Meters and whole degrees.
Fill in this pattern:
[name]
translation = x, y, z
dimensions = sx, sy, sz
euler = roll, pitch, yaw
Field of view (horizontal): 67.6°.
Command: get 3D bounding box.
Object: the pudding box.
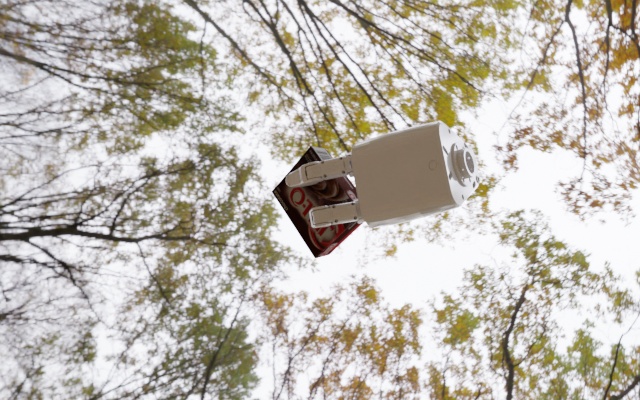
[pudding box]
translation = 0.000, 0.002, 0.604
dimensions = 0.090, 0.113, 0.039
euler = -46, -25, 28
